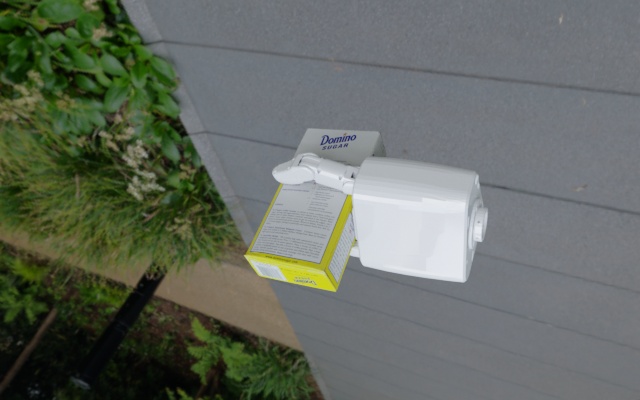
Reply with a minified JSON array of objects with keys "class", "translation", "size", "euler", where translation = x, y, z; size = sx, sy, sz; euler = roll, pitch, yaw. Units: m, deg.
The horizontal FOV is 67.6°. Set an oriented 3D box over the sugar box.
[{"class":"sugar box","translation":[0.000,0.002,0.502],"size":[0.093,0.176,0.048],"euler":[7,-36,27]}]
